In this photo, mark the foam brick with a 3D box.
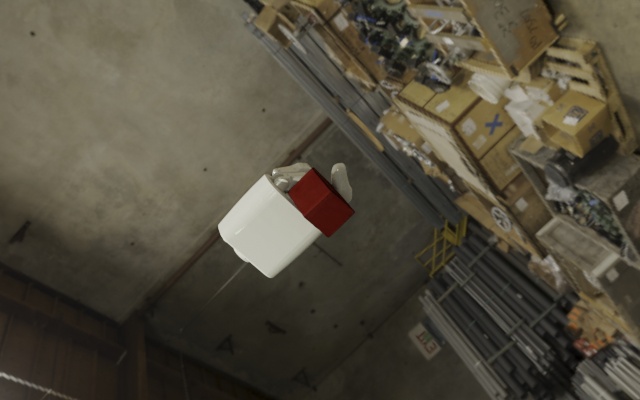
[{"bbox_3d":[0.000,0.002,0.643,0.053,0.051,0.078,43,5,-34],"label":"foam brick"}]
